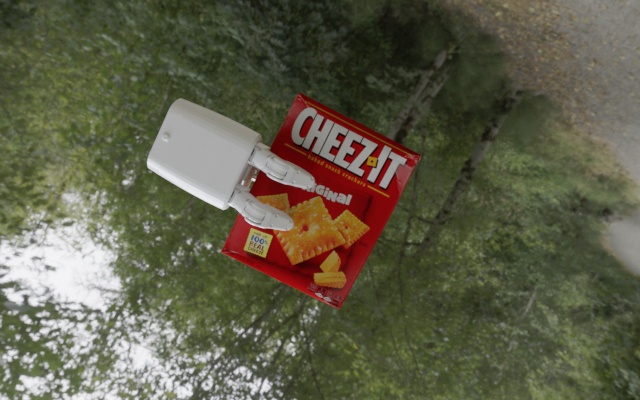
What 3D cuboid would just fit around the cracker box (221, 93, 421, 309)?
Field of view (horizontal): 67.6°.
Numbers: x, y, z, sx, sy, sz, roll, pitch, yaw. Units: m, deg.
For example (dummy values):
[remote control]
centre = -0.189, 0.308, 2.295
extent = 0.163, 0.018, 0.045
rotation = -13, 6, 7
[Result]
[cracker box]
centre = 0.000, 0.002, 0.587
extent = 0.164, 0.214, 0.072
rotation = 27, 8, -1
